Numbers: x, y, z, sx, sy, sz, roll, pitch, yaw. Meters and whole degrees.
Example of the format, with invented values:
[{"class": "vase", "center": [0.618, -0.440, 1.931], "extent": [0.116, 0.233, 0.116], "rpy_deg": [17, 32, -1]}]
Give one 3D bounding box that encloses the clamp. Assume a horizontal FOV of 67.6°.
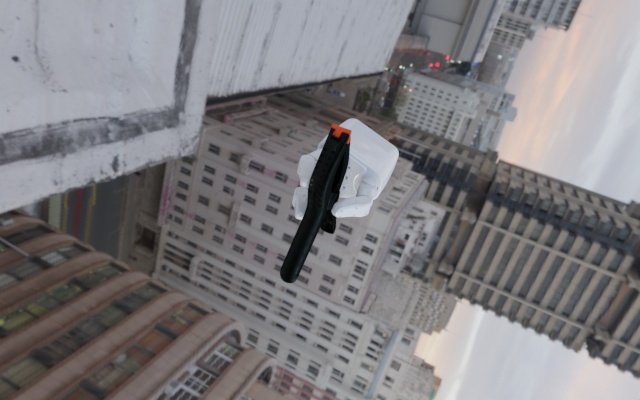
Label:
[{"class": "clamp", "center": [0.001, 0.002, 0.642], "extent": [0.036, 0.210, 0.164], "rpy_deg": [21, 36, 13]}]
